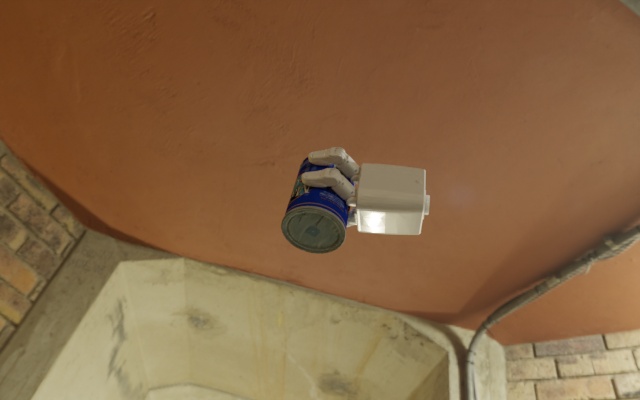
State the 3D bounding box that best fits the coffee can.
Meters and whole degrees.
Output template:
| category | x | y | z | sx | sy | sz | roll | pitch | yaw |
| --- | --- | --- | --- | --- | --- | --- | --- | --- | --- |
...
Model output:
| category | x | y | z | sx | sy | sz | roll | pitch | yaw |
| --- | --- | --- | --- | --- | --- | --- | --- | --- | --- |
| coffee can | 0.000 | 0.003 | 0.795 | 0.103 | 0.103 | 0.140 | 0 | 43 | 13 |
